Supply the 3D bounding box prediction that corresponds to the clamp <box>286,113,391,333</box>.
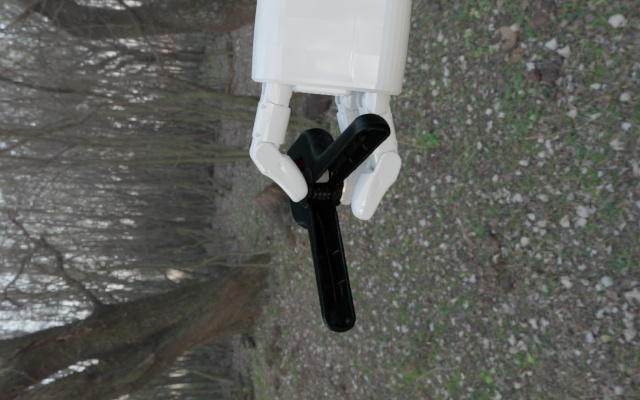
[{"bbox_3d":[-0.001,0.001,0.417,0.036,0.164,0.210,3,13,-18],"label":"clamp"}]
